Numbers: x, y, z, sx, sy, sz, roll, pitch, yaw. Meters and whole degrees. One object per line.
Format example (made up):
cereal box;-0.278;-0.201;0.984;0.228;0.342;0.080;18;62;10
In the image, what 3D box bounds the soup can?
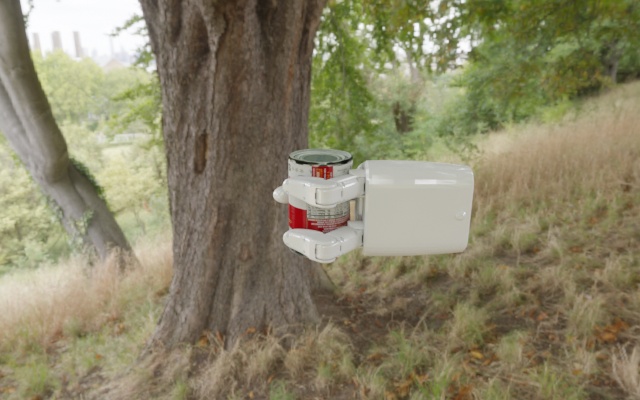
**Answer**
soup can;0.000;0.001;0.504;0.068;0.102;0.068;0;18;0
